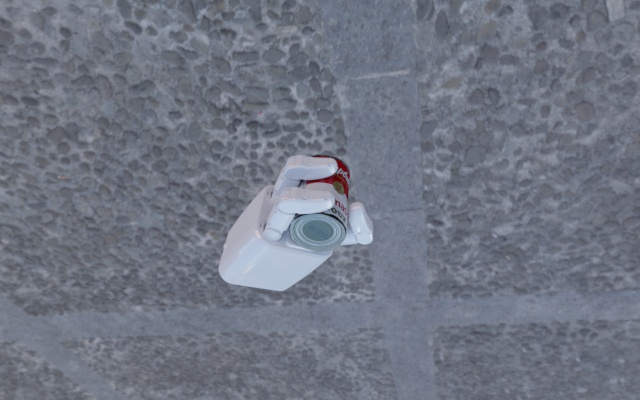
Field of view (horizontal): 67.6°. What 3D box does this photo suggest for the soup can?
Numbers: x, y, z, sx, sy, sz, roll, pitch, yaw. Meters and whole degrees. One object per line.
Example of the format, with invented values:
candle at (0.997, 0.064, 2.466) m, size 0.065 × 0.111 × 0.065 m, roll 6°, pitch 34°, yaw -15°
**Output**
soup can at (0.000, 0.002, 0.576) m, size 0.068 × 0.069 × 0.102 m, roll 3°, pitch 45°, yaw 3°
